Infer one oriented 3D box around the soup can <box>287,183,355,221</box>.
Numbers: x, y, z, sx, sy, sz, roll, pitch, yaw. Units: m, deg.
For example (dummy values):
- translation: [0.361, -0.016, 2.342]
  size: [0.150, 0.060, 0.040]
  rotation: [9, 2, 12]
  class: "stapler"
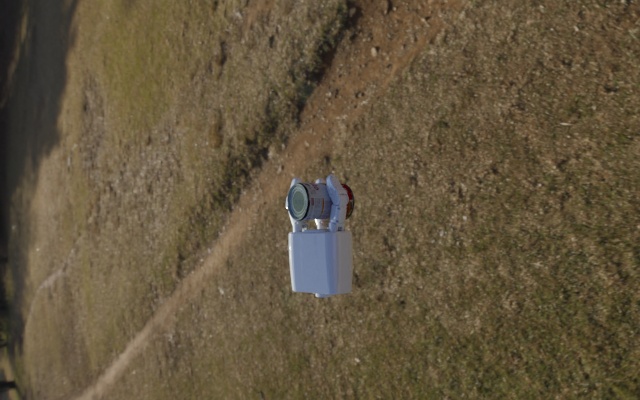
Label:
- translation: [0.000, 0.002, 0.849]
  size: [0.102, 0.068, 0.068]
  rotation: [0, 0, -37]
  class: "soup can"
